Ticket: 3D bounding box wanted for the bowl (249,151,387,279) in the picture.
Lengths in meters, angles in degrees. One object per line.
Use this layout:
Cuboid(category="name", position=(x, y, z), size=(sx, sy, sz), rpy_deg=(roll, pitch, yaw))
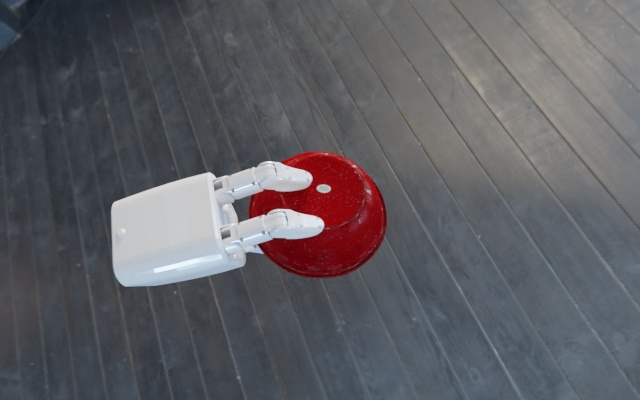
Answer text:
Cuboid(category="bowl", position=(0.001, 0.001, 0.532), size=(0.162, 0.162, 0.055), rpy_deg=(0, -28, -6))
